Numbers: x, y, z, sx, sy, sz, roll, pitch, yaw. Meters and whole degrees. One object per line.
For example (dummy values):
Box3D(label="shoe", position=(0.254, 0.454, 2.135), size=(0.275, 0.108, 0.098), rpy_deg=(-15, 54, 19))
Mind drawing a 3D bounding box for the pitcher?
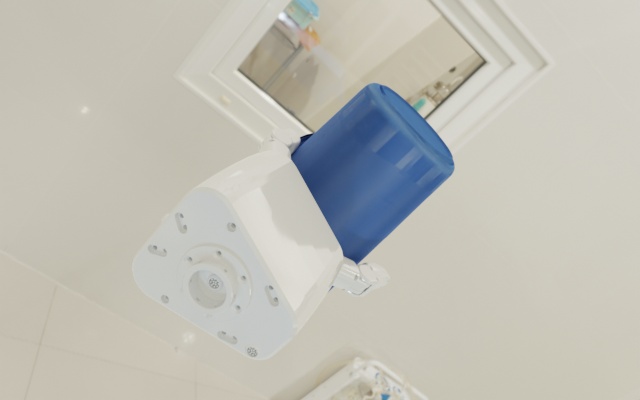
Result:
Box3D(label="pitcher", position=(0.000, 0.002, 0.466), size=(0.243, 0.149, 0.145), rpy_deg=(-44, -2, 23))
